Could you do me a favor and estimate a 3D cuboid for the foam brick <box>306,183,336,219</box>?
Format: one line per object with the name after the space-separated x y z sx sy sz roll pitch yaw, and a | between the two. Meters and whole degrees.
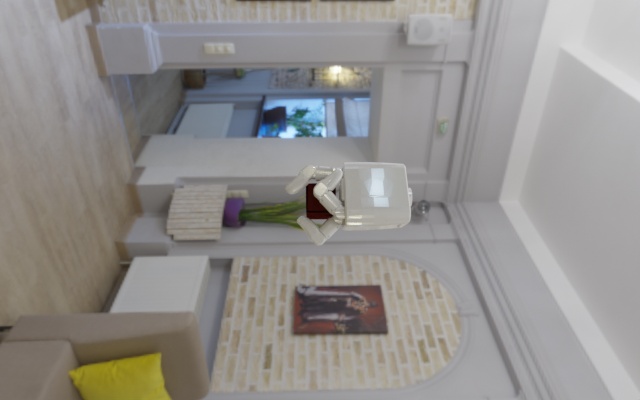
0.000 0.003 0.841 0.051 0.053 0.078 -1 -10 -2 | foam brick
